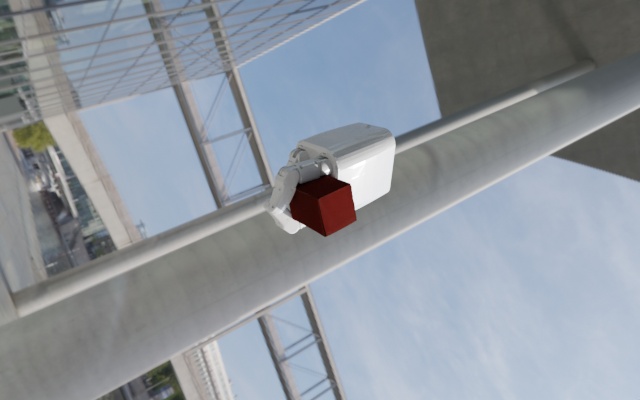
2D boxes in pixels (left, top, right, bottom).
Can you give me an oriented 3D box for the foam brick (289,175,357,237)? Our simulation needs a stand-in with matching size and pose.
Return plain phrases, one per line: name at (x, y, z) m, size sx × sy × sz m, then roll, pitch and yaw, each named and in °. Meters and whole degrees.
foam brick at (0.000, 0.002, 0.594) m, size 0.051 × 0.053 × 0.078 m, roll -24°, pitch 28°, yaw -27°
